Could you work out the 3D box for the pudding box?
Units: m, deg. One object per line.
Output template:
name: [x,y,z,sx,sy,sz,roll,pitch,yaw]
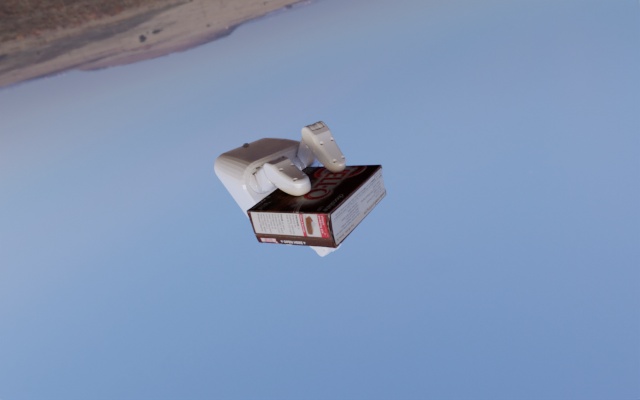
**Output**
pudding box: [0.000,0.002,0.458,0.090,0.039,0.113,0,27,33]
